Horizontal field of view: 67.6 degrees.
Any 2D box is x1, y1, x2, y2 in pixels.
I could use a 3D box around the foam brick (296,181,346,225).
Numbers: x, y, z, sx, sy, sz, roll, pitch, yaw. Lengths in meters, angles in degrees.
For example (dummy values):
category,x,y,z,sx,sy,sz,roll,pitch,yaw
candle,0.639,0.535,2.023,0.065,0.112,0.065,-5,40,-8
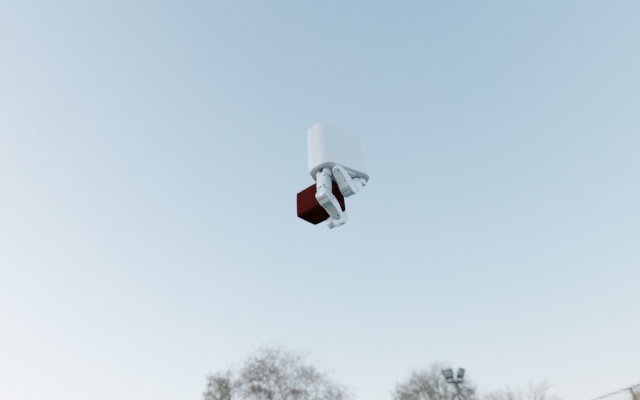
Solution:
category,x,y,z,sx,sy,sz,roll,pitch,yaw
foam brick,0.000,0.003,0.889,0.078,0.051,0.053,-27,-38,29
